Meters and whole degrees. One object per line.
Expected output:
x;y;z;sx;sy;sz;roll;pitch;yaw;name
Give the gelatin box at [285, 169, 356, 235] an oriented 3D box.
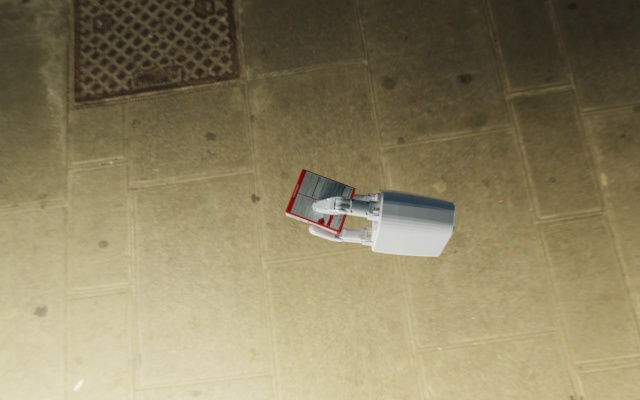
0.000;0.002;0.723;0.089;0.073;0.030;20;-11;2;gelatin box
